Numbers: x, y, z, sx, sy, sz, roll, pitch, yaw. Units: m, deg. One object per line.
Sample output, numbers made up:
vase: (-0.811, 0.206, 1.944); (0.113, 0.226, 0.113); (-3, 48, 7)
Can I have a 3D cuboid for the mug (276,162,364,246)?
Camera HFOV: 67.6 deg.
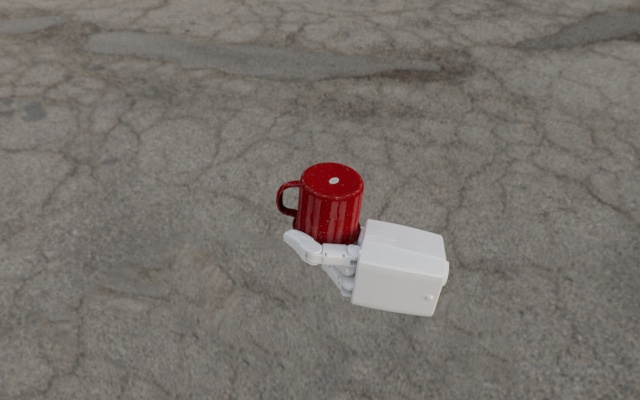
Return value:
mug: (-0.001, 0.002, 0.623); (0.117, 0.082, 0.093); (10, 38, 5)
